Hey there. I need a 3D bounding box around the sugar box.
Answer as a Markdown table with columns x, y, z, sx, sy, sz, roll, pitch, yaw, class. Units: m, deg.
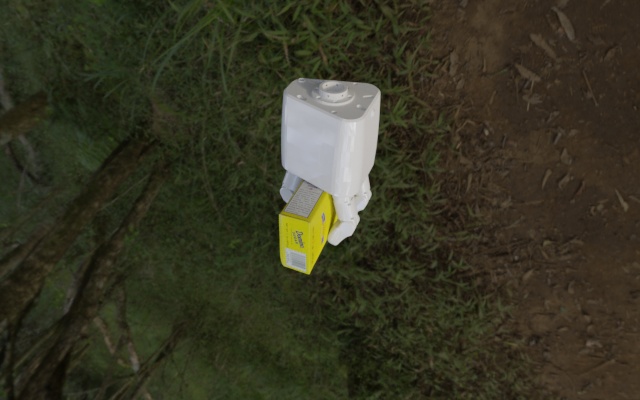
| x | y | z | sx | sy | sz | roll | pitch | yaw | class |
| --- | --- | --- | --- | --- | --- | --- | --- | --- | --- |
| 0.001 | 0.002 | 0.635 | 0.048 | 0.093 | 0.176 | 17 | 43 | 16 | sugar box |
